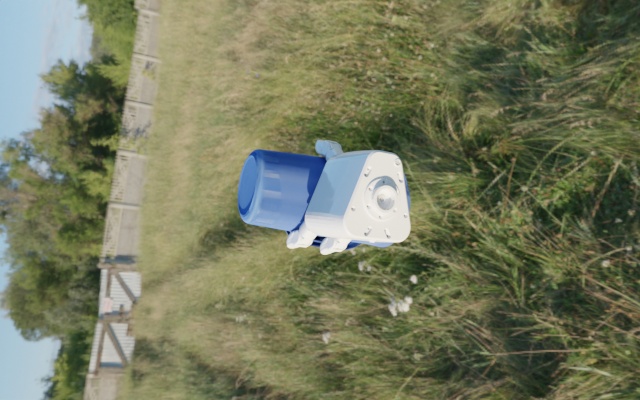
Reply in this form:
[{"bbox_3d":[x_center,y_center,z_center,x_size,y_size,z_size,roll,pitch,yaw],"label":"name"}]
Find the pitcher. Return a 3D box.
[{"bbox_3d":[0.000,0.002,0.733,0.243,0.149,0.145,8,-2,-25],"label":"pitcher"}]
